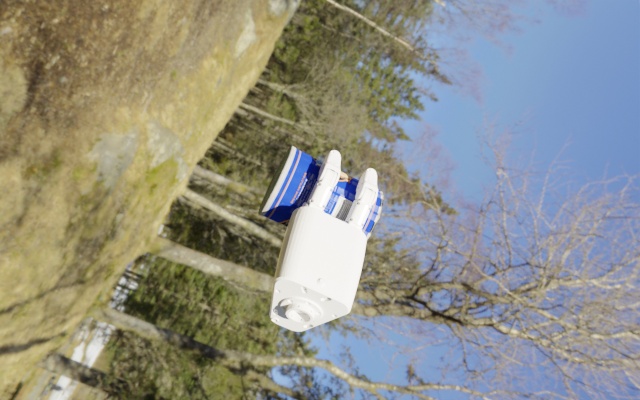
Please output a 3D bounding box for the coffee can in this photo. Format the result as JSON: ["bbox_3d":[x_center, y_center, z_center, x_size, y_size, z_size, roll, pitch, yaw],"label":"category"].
[{"bbox_3d":[0.000,0.002,0.654,0.140,0.103,0.103,26,-5,-10],"label":"coffee can"}]
